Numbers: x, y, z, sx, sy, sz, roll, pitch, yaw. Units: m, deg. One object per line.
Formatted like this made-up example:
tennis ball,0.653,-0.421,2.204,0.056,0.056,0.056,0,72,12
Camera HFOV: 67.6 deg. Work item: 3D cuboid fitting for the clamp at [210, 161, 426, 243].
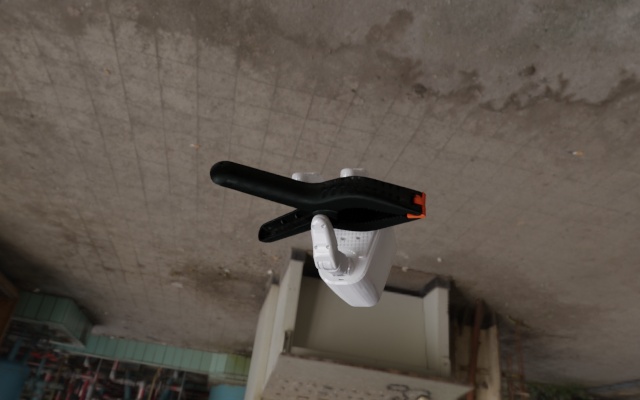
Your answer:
clamp,0.001,0.002,0.495,0.210,0.036,0.165,-4,-27,18
